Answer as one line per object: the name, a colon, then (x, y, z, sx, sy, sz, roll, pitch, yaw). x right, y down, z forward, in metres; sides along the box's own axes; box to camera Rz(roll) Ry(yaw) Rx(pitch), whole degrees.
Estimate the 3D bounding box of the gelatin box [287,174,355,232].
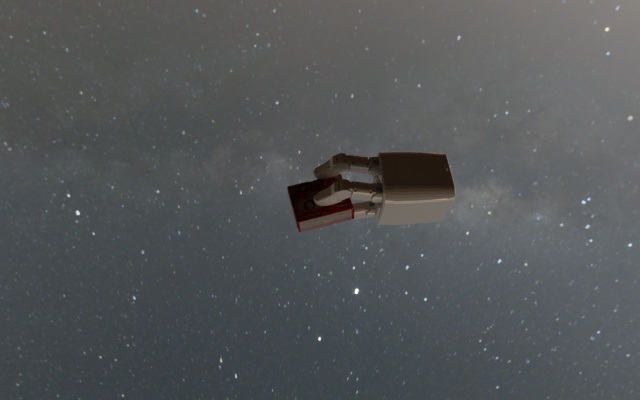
gelatin box: (0.000, 0.003, 0.729, 0.089, 0.073, 0.030, -14, -38, -6)
